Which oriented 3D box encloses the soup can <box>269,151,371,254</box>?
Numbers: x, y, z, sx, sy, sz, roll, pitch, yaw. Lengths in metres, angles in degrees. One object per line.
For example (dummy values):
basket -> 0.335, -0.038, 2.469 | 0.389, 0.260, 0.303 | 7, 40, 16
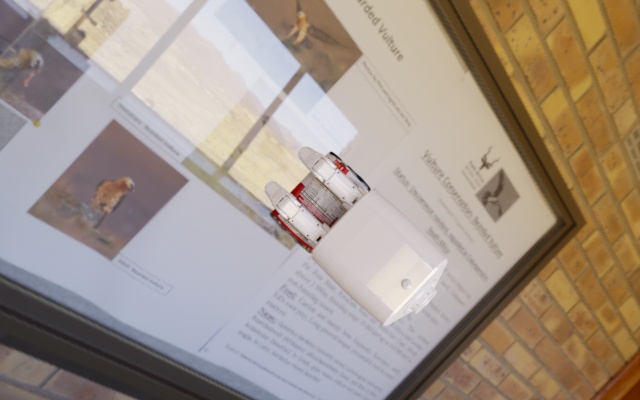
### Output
soup can -> 0.000, 0.001, 0.551 | 0.068, 0.102, 0.068 | 44, 1, -1
